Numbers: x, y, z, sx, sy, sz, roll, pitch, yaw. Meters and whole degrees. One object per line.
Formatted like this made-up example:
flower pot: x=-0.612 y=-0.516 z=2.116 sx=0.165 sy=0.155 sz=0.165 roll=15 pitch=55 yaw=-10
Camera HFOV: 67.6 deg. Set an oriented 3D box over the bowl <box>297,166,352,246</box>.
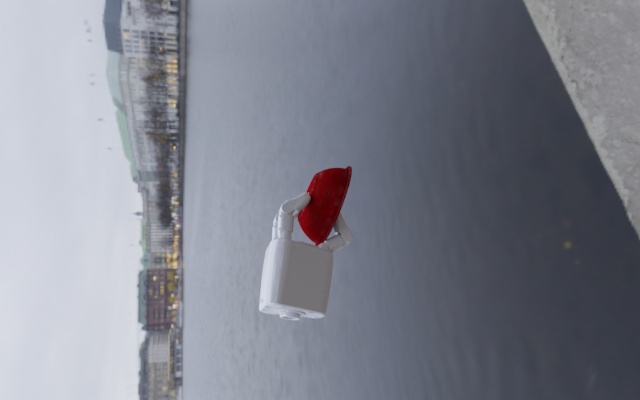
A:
bowl: x=0.000 y=0.002 z=0.865 sx=0.055 sy=0.162 sz=0.162 roll=22 pitch=-3 yaw=-7
